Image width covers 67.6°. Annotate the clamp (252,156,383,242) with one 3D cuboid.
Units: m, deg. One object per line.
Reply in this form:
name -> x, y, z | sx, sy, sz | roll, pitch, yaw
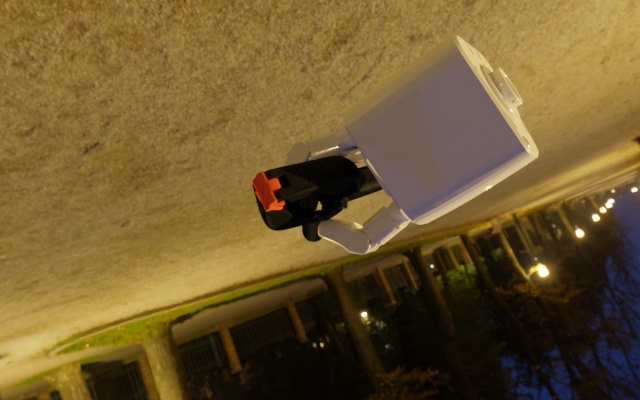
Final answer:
clamp -> 0.000, 0.002, 0.448 | 0.164, 0.036, 0.210 | -37, -18, 29
